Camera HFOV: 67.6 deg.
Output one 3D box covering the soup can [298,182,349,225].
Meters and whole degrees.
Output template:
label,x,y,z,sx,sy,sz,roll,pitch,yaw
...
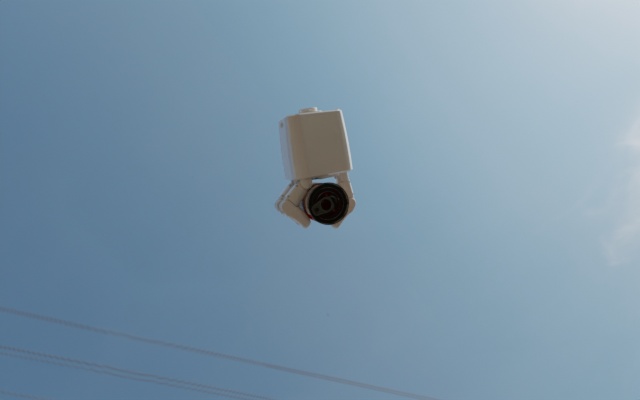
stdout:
label,x,y,z,sx,sy,sz,roll,pitch,yaw
soup can,0.000,0.003,0.802,0.068,0.068,0.102,0,3,-15
